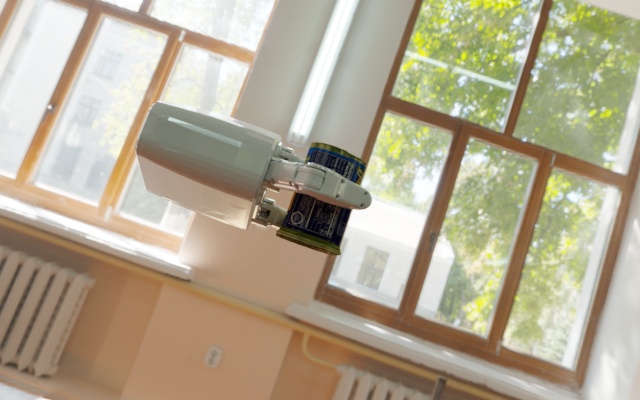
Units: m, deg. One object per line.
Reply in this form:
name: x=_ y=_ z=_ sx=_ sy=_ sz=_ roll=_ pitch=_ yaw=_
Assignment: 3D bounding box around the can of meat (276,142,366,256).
can of meat: x=0.000 y=0.001 z=0.434 sx=0.057 sy=0.084 sz=0.102 roll=19 pitch=-8 yaw=-3
